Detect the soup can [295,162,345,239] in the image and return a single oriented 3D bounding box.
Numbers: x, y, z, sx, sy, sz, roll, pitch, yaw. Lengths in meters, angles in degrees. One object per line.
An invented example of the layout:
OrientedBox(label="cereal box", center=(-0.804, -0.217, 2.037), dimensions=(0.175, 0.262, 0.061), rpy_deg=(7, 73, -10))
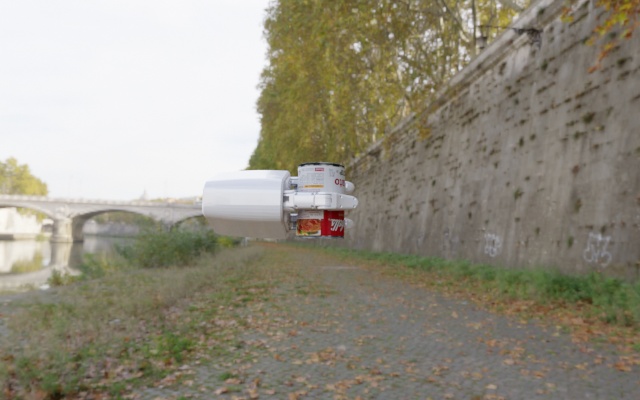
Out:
OrientedBox(label="soup can", center=(0.001, 0.002, 0.666), dimensions=(0.068, 0.102, 0.068), rpy_deg=(1, -5, 0))
